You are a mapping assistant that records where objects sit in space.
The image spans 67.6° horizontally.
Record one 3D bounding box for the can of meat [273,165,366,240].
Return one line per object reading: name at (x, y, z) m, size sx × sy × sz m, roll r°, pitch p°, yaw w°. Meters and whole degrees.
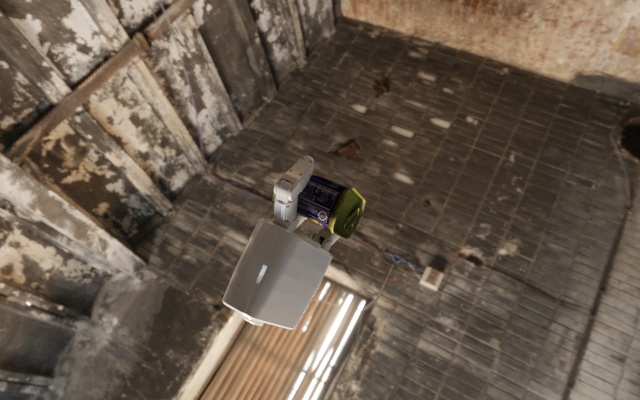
can of meat at (0.000, 0.002, 0.581) m, size 0.084 × 0.057 × 0.102 m, roll 24°, pitch -4°, yaw 19°
